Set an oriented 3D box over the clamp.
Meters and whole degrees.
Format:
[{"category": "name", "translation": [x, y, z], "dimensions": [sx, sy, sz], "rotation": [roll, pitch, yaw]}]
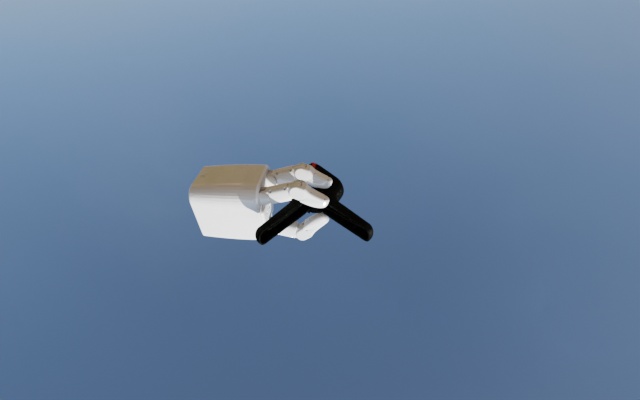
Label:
[{"category": "clamp", "translation": [0.000, 0.003, 0.740], "dimensions": [0.164, 0.036, 0.209], "rotation": [3, 32, 6]}]
